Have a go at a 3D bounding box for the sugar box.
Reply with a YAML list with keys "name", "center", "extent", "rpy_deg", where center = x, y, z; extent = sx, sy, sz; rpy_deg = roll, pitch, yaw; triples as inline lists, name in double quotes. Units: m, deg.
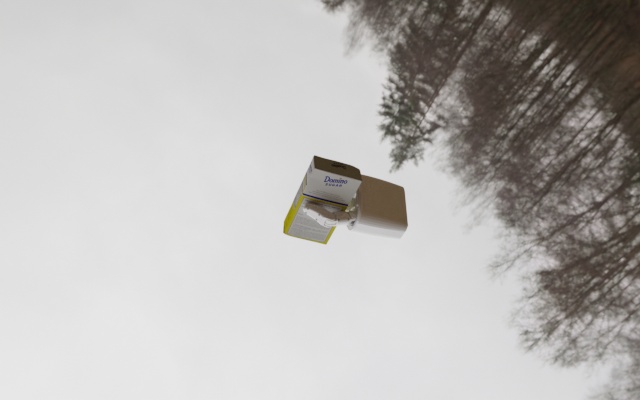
- name: "sugar box"
  center: [0.000, 0.003, 0.894]
  extent: [0.093, 0.176, 0.048]
  rpy_deg: [15, 38, -16]
